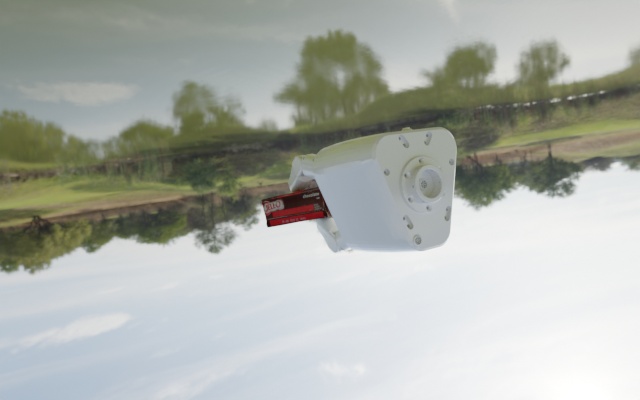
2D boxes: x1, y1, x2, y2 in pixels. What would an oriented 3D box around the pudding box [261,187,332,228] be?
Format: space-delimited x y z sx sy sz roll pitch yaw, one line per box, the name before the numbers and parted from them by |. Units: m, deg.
pudding box | 0.000 0.002 0.570 0.090 0.039 0.113 -10 0 34
